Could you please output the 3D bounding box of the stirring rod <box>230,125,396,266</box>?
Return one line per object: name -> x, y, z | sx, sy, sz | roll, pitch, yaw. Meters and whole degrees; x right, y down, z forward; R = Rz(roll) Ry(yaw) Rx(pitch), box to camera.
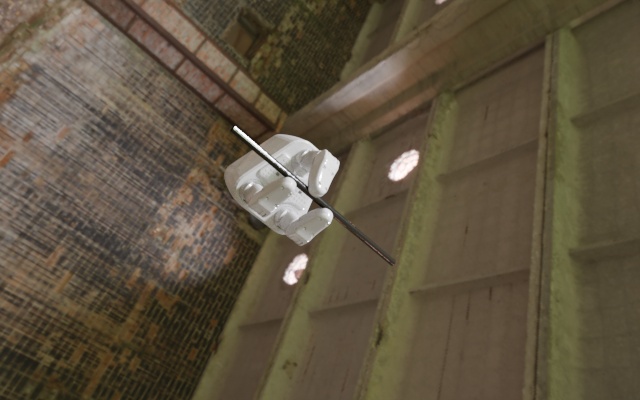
stirring rod -> 0.000, 0.002, 0.506 | 0.239, 0.011, 0.011 | 40, -19, -24
